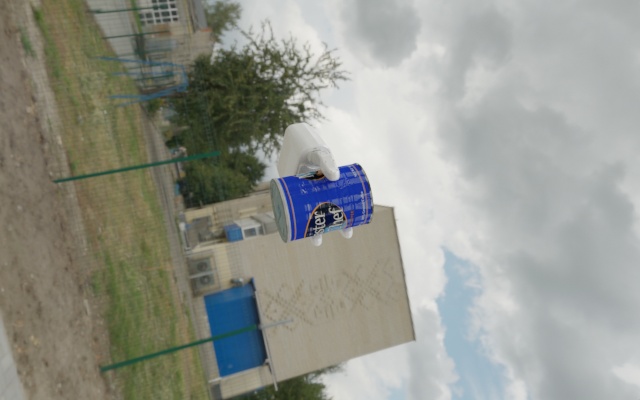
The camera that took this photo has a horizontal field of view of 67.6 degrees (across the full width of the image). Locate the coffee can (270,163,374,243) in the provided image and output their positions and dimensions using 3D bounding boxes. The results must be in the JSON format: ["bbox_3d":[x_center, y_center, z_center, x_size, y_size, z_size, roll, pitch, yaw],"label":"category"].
[{"bbox_3d":[0.000,0.003,0.759,0.140,0.103,0.103,-12,3,-14],"label":"coffee can"}]
